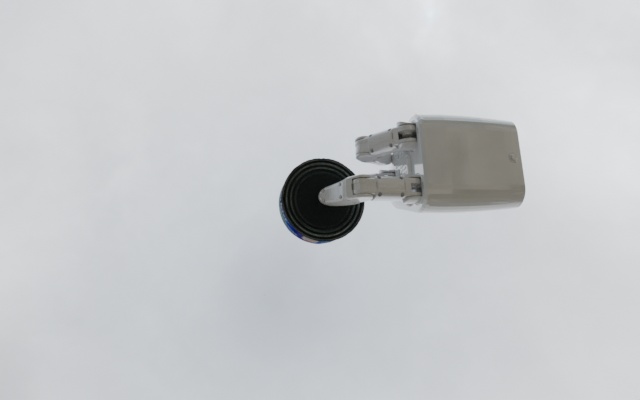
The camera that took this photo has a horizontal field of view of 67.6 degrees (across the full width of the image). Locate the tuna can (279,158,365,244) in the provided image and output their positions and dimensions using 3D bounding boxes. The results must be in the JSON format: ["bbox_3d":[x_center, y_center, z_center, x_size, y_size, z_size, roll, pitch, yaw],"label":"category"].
[{"bbox_3d":[0.000,0.002,0.495,0.086,0.086,0.034,0,-11,-12],"label":"tuna can"}]
